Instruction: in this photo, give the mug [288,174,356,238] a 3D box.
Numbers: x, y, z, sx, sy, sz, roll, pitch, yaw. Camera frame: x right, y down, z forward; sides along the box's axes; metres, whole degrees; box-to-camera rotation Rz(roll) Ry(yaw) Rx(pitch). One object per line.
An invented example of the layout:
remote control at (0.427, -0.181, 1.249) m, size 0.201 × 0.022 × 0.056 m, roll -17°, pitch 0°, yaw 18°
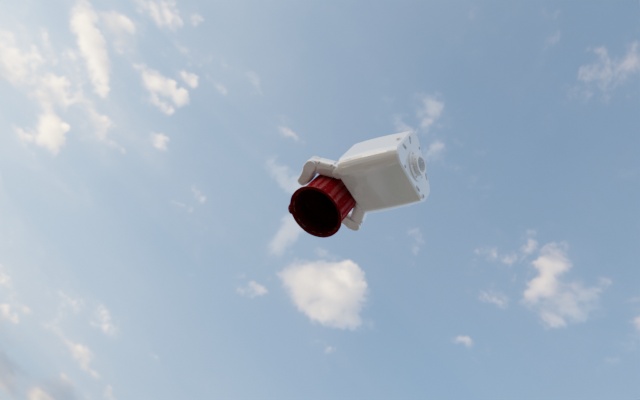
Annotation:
mug at (-0.001, 0.003, 0.792) m, size 0.117 × 0.093 × 0.081 m, roll -10°, pitch 22°, yaw 35°
